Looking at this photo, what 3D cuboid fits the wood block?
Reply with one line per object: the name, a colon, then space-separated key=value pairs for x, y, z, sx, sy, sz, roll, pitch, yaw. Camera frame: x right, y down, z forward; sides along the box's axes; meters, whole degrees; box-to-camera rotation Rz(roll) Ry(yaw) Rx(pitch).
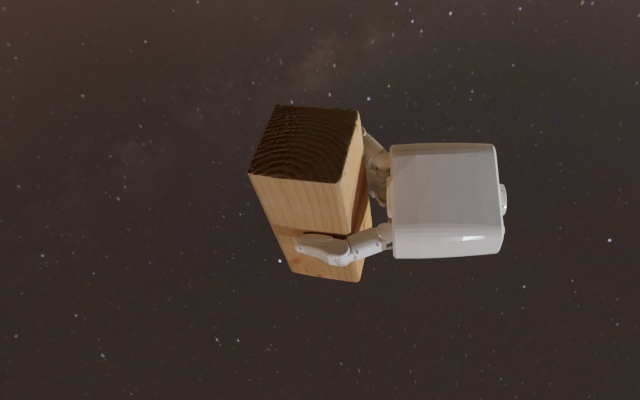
wood block: x=0.000 y=0.002 z=0.528 sx=0.090 sy=0.090 sz=0.206 roll=7 pitch=-33 yaw=15
